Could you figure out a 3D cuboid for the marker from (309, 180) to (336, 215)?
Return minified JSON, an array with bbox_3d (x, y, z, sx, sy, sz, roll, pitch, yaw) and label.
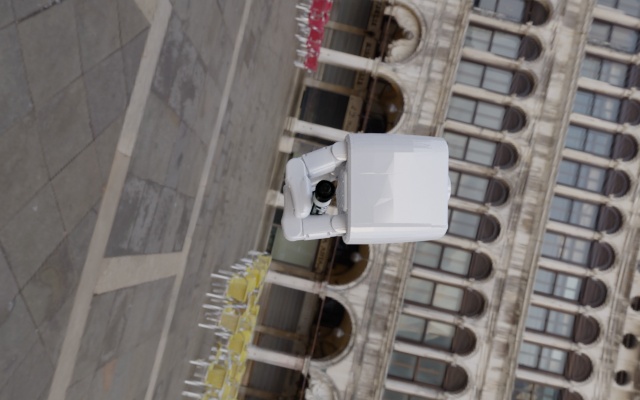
[{"bbox_3d":[0.000,0.002,0.478,0.020,0.020,0.121,0,-12,-5],"label":"marker"}]
